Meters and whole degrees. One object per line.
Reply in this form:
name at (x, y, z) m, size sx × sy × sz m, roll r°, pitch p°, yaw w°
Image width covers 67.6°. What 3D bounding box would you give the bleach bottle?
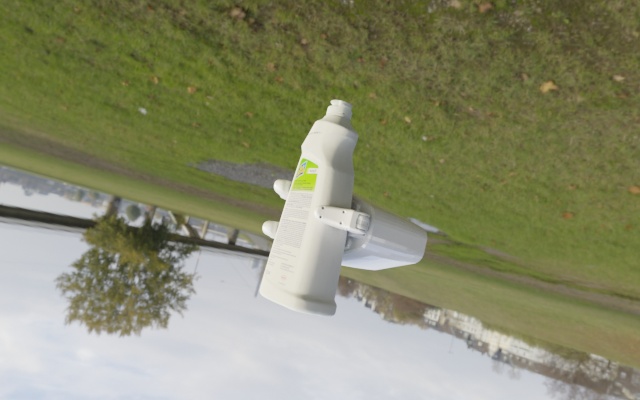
bleach bottle at (0.000, 0.002, 0.571) m, size 0.068 × 0.251 × 0.102 m, roll 19°, pitch -7°, yaw -35°
